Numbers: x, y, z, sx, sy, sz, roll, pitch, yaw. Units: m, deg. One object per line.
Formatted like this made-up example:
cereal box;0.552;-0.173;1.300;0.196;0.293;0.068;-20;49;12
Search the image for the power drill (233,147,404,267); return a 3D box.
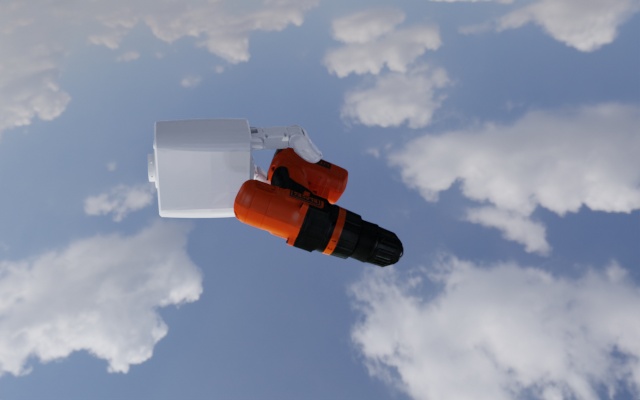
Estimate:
power drill;0.000;0.002;0.560;0.184;0.057;0.187;21;18;-8
